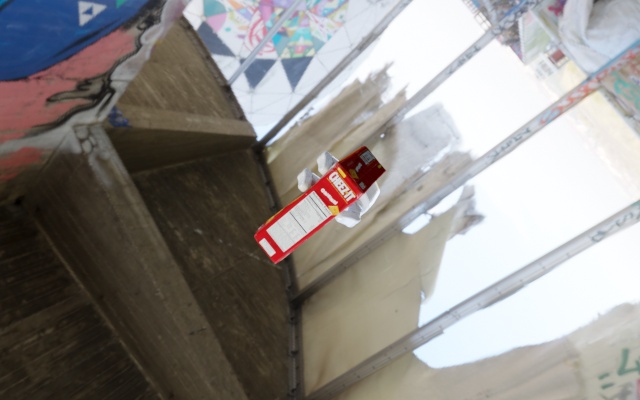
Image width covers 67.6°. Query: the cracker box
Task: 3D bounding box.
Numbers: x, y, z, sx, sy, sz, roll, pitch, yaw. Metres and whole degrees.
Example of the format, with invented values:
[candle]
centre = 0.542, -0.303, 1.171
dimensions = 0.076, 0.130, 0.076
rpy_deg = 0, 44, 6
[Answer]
[cracker box]
centre = 0.000, 0.003, 0.852
dimensions = 0.214, 0.072, 0.164
rpy_deg = -40, 0, 26
